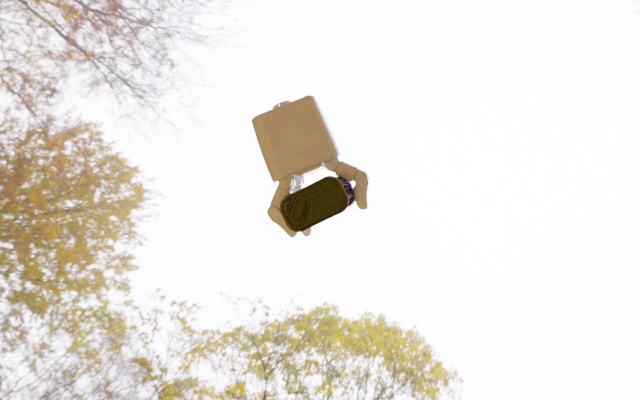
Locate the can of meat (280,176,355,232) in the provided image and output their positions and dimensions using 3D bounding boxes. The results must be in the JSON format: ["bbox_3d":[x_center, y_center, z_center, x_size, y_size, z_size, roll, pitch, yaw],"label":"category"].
[{"bbox_3d":[0.000,0.002,0.729,0.102,0.057,0.084,-26,-2,15],"label":"can of meat"}]
